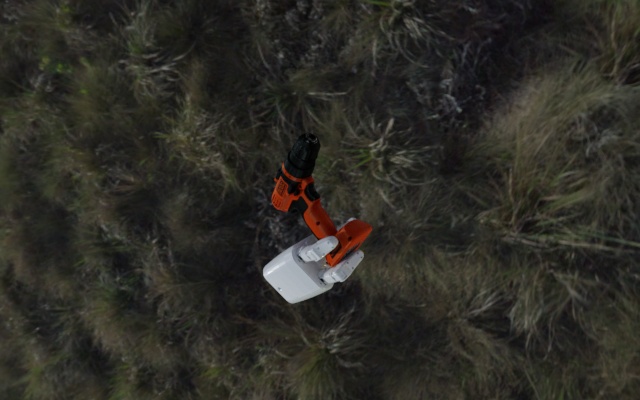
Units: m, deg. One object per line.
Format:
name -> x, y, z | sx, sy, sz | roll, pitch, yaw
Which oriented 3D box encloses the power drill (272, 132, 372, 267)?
power drill -> 0.000, 0.003, 0.789 | 0.057, 0.187, 0.184 | -27, -21, -33
